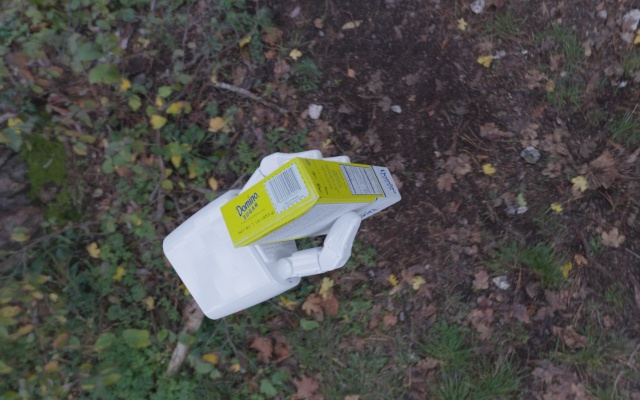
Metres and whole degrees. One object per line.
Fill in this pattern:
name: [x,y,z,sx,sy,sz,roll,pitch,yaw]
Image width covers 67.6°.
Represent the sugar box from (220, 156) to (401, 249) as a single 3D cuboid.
sugar box: [0.000,0.001,0.455,0.093,0.048,0.176,-30,-12,27]
